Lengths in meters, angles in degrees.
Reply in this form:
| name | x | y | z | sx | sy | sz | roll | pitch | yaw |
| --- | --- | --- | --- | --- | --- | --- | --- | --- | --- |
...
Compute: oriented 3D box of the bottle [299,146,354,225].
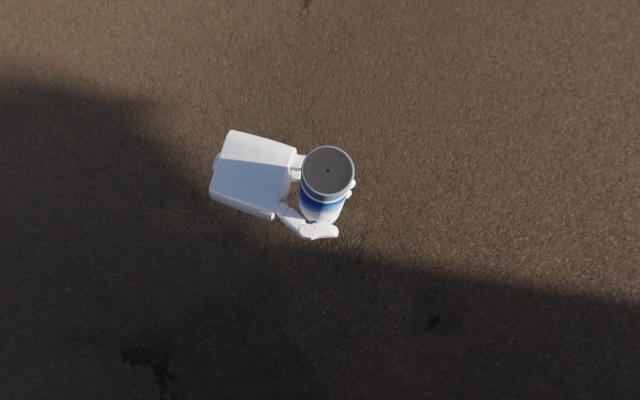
| name | x | y | z | sx | sy | sz | roll | pitch | yaw |
| --- | --- | --- | --- | --- | --- | --- | --- | --- | --- |
| bottle | 0.000 | 0.002 | 0.732 | 0.069 | 0.069 | 0.296 | 0 | -16 | -4 |
